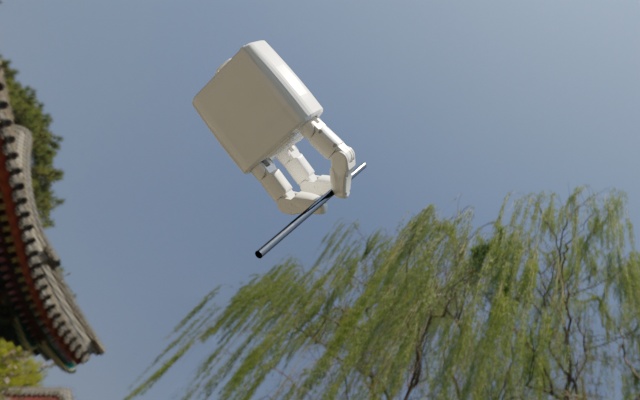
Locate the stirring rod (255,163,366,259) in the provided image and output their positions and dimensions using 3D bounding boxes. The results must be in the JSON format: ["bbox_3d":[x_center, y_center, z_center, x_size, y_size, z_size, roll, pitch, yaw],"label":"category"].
[{"bbox_3d":[0.000,0.002,0.528,0.011,0.011,0.239,0,23,31],"label":"stirring rod"}]
